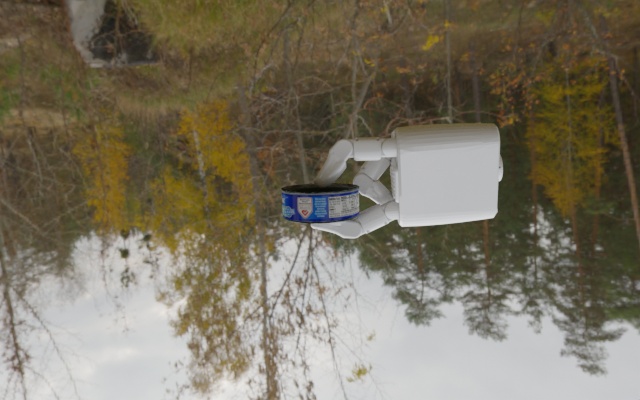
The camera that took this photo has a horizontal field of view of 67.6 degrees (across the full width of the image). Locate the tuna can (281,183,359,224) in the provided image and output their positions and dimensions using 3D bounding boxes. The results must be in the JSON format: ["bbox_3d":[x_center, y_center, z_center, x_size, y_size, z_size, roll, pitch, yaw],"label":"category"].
[{"bbox_3d":[0.000,0.002,0.526,0.086,0.034,0.086,-2,8,0],"label":"tuna can"}]
